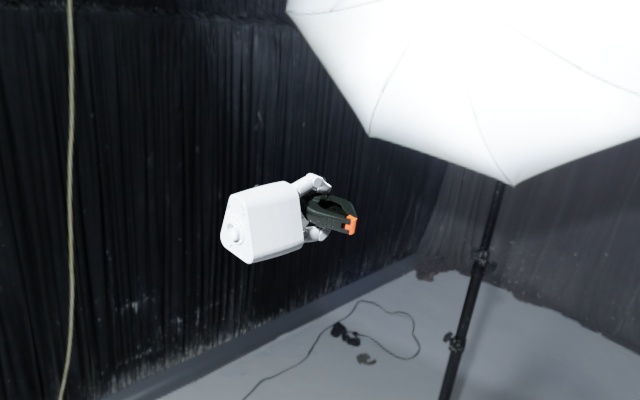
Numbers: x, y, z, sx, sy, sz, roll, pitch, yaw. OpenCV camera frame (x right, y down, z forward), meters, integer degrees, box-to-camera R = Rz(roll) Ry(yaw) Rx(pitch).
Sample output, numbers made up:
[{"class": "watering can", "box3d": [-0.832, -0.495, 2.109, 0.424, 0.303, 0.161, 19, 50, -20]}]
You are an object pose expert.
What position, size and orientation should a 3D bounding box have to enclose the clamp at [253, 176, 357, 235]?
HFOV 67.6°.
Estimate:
[{"class": "clamp", "box3d": [0.000, 0.002, 0.867, 0.164, 0.036, 0.210, -16, 31, -41]}]
